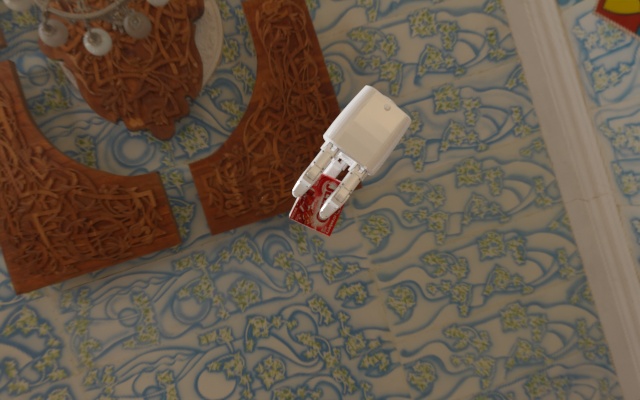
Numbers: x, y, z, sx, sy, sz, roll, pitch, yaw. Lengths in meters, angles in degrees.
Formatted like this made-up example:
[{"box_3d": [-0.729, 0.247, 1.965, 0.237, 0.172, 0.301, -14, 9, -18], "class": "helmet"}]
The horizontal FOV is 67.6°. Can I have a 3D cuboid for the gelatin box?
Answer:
[{"box_3d": [0.000, 0.003, 0.771, 0.073, 0.089, 0.030, 25, 6, -5], "class": "gelatin box"}]
